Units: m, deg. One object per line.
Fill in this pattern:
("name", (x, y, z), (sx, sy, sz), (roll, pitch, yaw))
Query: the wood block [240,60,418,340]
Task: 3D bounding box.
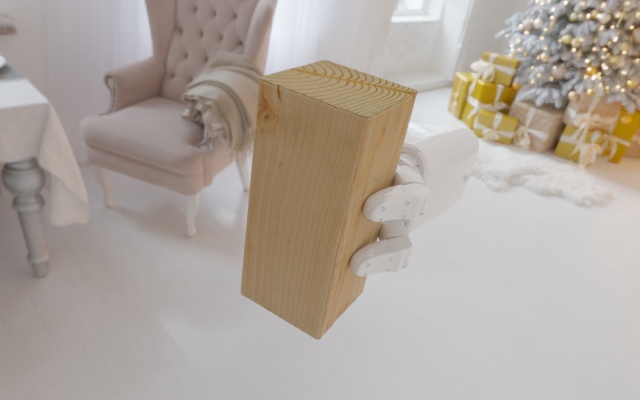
("wood block", (0.000, 0.001, 0.404), (0.091, 0.206, 0.090), (25, 34, 23))
